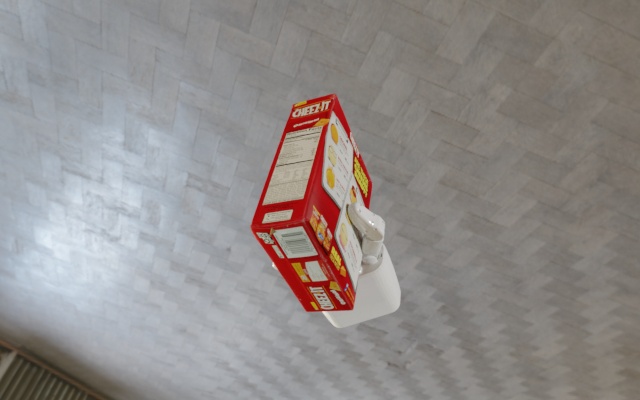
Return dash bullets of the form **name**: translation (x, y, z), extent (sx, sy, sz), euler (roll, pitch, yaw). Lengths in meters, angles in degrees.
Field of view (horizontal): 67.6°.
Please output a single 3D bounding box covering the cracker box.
- **cracker box**: translation (0.000, 0.002, 0.585), extent (0.072, 0.213, 0.164), euler (-8, -46, 21)
